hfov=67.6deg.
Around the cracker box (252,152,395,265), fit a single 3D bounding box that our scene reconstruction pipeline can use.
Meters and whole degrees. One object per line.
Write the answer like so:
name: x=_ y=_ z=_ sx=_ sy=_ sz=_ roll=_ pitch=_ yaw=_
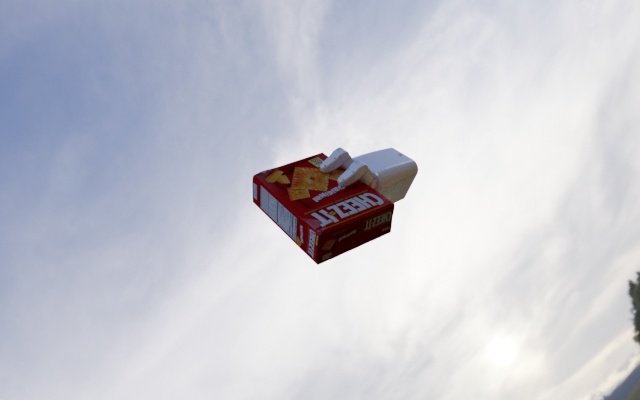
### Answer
cracker box: x=0.000 y=0.003 z=0.856 sx=0.164 sy=0.072 sz=0.213 roll=-21 pitch=41 yaw=-30
